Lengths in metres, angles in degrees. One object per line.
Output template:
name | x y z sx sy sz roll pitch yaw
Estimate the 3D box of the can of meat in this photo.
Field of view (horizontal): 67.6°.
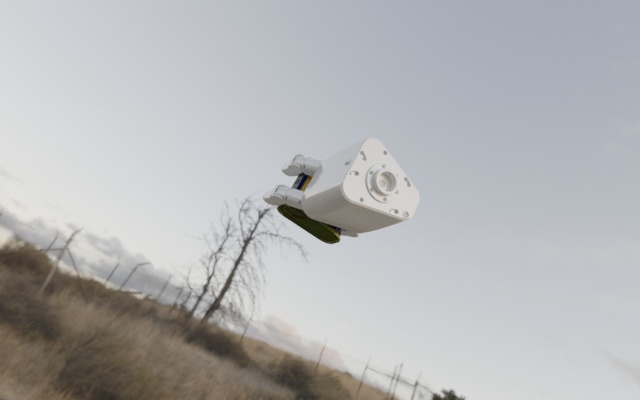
can of meat | 0.000 0.002 0.712 0.102 0.084 0.057 34 -23 -13
